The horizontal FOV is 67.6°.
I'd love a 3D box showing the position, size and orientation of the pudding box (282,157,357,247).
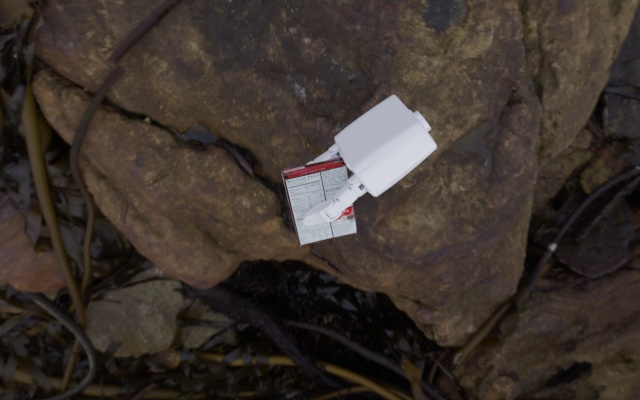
[{"bbox_3d":[0.000,0.002,0.678,0.090,0.113,0.039,-12,25,-2],"label":"pudding box"}]
